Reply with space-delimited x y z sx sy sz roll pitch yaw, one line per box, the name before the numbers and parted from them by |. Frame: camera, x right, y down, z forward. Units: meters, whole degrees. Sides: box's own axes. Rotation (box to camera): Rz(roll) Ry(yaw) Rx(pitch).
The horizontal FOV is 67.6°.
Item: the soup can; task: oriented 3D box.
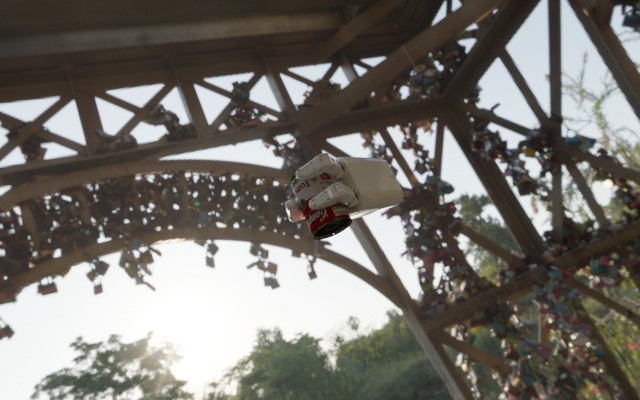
soup can | 0.000 0.002 0.768 0.068 0.102 0.068 -21 -22 -9
